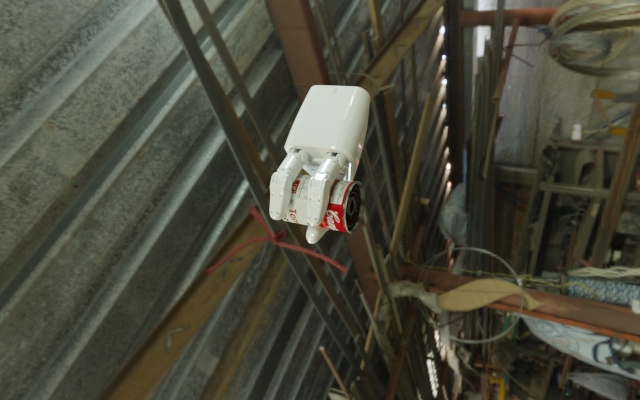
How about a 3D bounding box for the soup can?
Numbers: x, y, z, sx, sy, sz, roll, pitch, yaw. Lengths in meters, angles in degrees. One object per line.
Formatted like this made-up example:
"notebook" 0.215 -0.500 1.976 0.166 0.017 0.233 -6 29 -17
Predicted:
"soup can" 0.000 0.003 0.639 0.102 0.068 0.068 9 3 24
